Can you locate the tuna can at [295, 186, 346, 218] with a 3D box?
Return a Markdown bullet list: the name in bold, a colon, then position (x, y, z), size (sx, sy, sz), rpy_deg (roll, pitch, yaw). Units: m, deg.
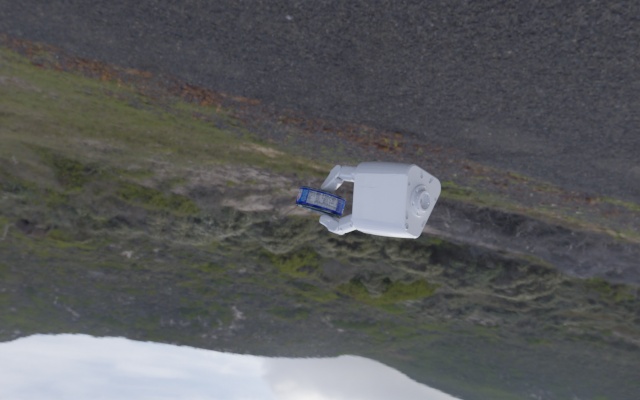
- **tuna can**: position (0.000, 0.003, 0.838), size (0.086, 0.033, 0.086), rpy_deg (16, -5, 2)
